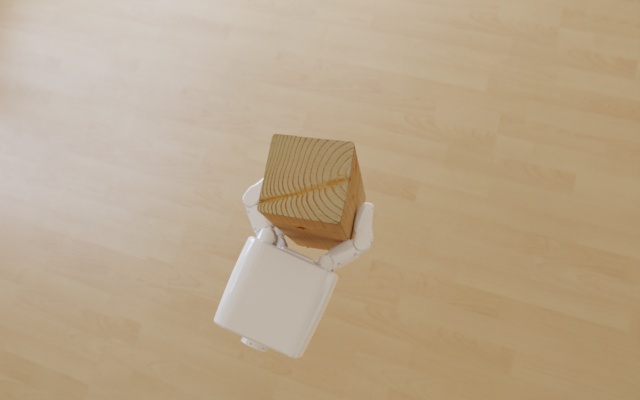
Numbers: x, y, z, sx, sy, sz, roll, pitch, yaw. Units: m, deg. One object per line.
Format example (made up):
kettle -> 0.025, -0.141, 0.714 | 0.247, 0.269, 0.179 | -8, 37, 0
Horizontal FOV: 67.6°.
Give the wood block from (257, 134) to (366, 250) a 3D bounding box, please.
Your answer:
wood block -> 0.000, 0.002, 0.587 | 0.091, 0.090, 0.206 | 8, -13, 10
